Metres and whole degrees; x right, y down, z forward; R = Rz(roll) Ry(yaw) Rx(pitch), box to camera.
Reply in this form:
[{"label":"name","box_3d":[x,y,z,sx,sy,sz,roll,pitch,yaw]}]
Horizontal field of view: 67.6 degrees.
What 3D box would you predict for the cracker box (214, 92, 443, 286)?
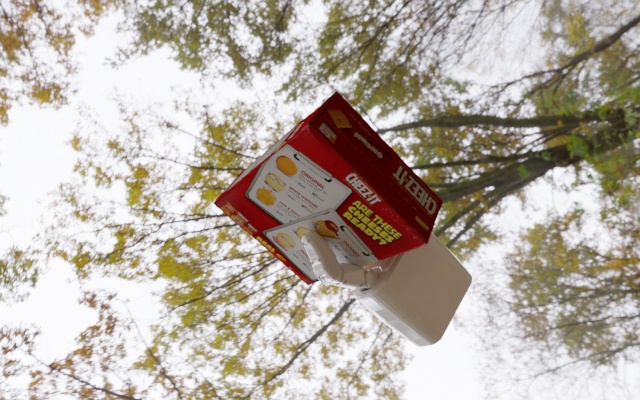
[{"label":"cracker box","box_3d":[0.000,0.002,0.536,0.164,0.072,0.214,43,-39,-14]}]
